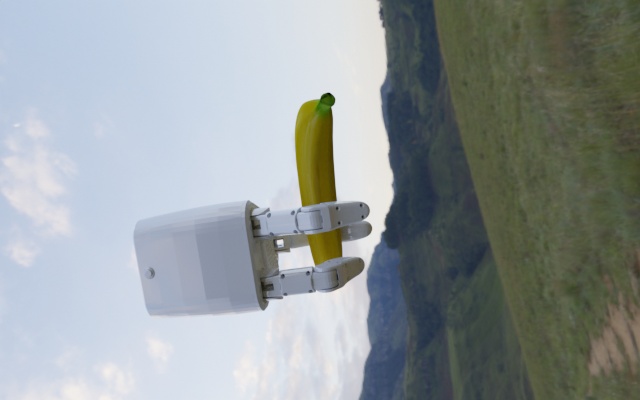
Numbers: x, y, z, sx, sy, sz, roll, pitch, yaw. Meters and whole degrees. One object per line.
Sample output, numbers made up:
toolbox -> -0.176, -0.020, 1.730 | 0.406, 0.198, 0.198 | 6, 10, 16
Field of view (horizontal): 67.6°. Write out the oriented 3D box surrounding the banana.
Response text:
banana -> -0.002, -0.011, 0.445 | 0.037, 0.198, 0.069 | -6, 29, -2
